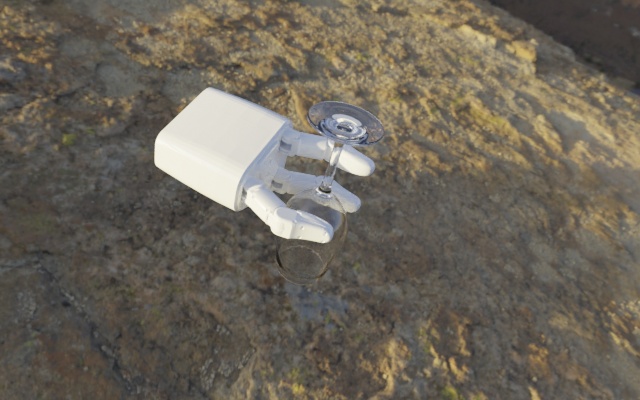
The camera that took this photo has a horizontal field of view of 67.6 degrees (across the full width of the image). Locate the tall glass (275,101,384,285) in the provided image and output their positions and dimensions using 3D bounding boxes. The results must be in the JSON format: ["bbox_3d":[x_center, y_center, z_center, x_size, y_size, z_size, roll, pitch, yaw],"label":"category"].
[{"bbox_3d":[0.000,0.001,0.503,0.079,0.201,0.079,11,39,-8],"label":"tall glass"}]
